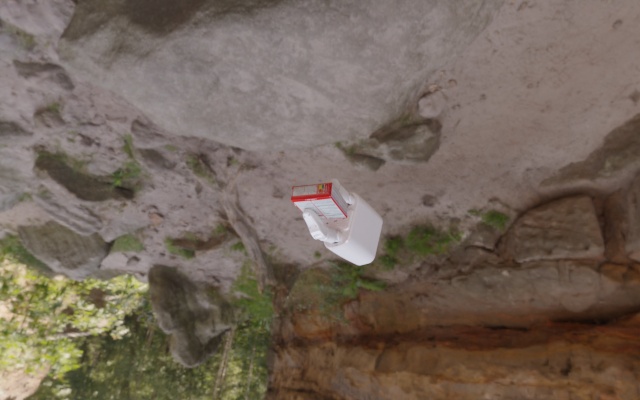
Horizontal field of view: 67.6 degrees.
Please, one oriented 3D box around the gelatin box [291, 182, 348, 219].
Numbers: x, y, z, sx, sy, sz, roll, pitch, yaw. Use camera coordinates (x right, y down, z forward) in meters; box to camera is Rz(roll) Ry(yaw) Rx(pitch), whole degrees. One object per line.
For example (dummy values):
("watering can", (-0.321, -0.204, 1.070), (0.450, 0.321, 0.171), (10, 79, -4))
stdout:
("gelatin box", (0.000, 0.003, 0.827), (0.073, 0.030, 0.089), (-5, -27, 22))
